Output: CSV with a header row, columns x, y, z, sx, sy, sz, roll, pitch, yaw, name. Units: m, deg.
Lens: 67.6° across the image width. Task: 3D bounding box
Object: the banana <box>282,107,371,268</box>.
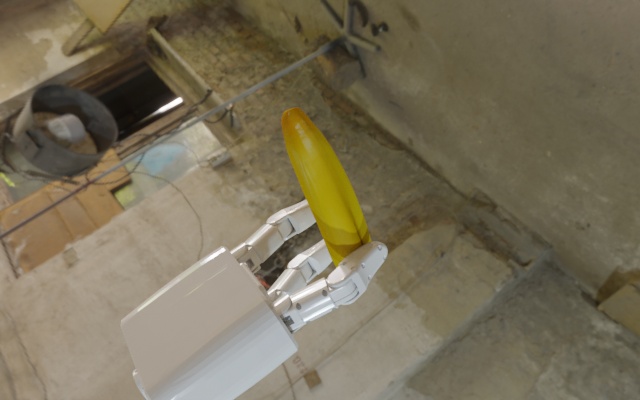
x,y,z,sx,sy,sz,roll,pitch,yaw,name
0.011,0.014,0.403,0.037,0.198,0.069,-34,49,-13,banana
